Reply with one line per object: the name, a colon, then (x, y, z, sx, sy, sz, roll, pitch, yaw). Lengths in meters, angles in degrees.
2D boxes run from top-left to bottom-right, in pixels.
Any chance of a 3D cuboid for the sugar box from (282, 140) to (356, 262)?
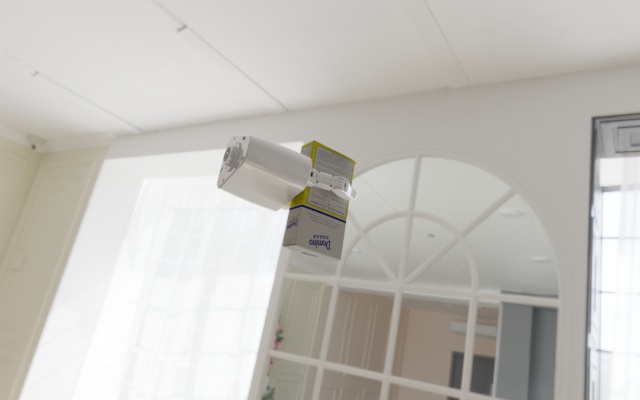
sugar box: (0.000, 0.002, 0.773, 0.093, 0.176, 0.048, 23, -20, -31)
